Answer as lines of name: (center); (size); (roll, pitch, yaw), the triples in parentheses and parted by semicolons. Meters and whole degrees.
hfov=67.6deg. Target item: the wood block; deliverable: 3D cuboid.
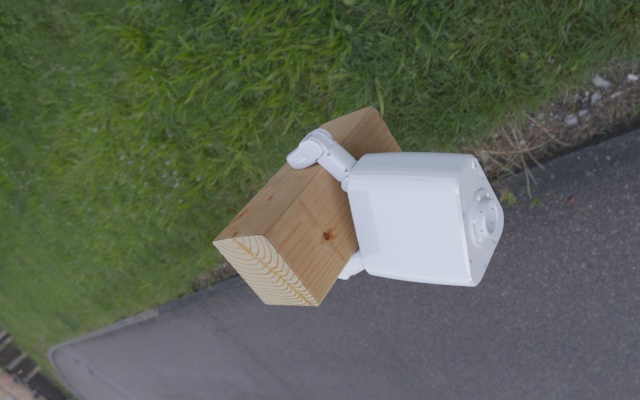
wood block: (0.000, 0.001, 0.502); (0.090, 0.091, 0.206); (-11, 32, 47)
